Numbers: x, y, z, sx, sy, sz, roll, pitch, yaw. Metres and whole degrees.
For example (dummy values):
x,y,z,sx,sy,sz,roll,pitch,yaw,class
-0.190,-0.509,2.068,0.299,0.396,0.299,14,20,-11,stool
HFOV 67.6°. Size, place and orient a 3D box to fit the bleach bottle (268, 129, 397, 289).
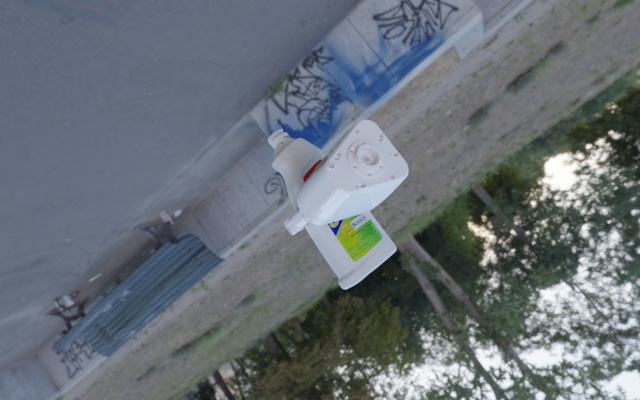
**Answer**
x,y,z,sx,sy,sz,roll,pitch,yaw,class
0.000,0.002,0.716,0.102,0.251,0.068,-35,-6,-29,bleach bottle
